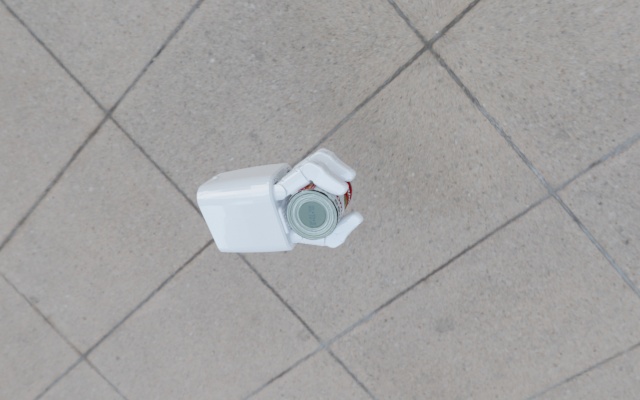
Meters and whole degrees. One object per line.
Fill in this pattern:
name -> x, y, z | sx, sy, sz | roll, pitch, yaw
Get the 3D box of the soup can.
soup can -> 0.001, 0.002, 0.628 | 0.068, 0.068, 0.102 | 0, 19, 14
